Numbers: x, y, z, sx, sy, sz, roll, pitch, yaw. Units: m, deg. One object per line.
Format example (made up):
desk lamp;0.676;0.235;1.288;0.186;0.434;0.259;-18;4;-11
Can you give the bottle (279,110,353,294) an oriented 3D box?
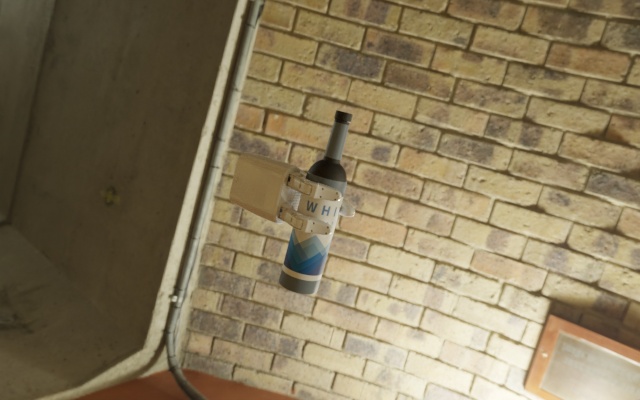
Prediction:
bottle;0.000;0.003;0.770;0.069;0.296;0.069;15;10;-3
